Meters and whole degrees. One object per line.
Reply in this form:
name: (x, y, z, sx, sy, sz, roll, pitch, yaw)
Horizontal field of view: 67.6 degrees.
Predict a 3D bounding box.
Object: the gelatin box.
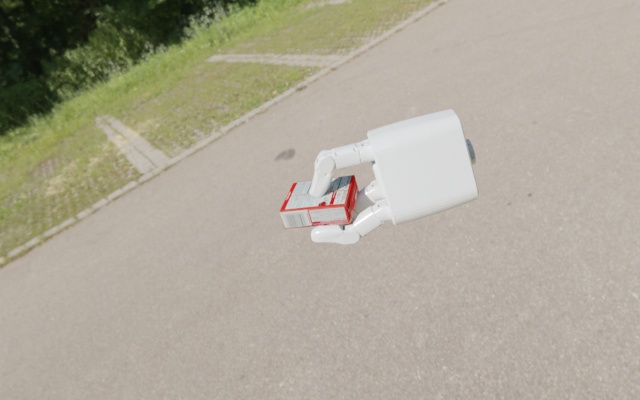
gelatin box: (0.000, 0.002, 0.611, 0.089, 0.030, 0.073, -6, 31, 16)
